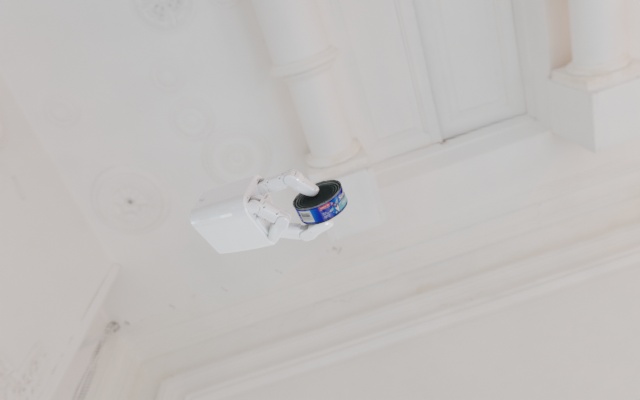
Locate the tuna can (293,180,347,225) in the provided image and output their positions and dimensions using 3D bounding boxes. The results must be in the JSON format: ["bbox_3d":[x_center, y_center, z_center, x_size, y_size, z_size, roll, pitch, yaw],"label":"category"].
[{"bbox_3d":[0.000,0.003,0.780,0.086,0.034,0.086,-21,24,10],"label":"tuna can"}]
